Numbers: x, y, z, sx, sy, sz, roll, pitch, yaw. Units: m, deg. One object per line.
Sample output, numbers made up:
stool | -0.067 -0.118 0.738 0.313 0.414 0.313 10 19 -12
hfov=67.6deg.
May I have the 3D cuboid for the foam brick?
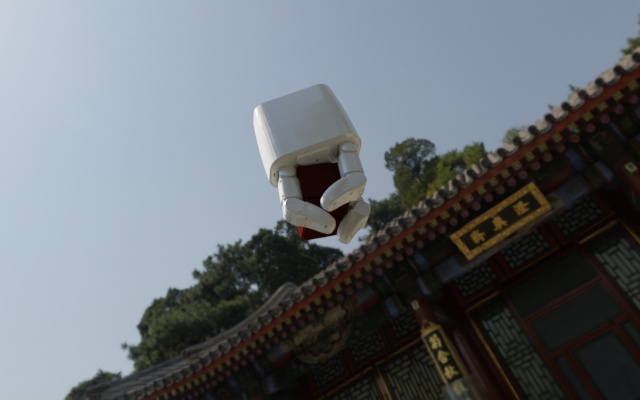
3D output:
foam brick | 0.000 0.002 0.565 0.053 0.051 0.078 -7 -39 -16
